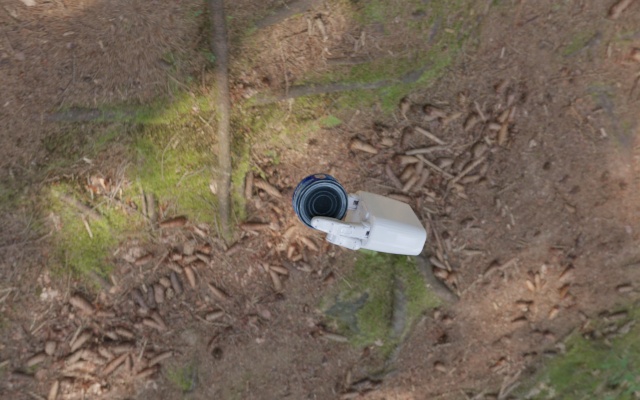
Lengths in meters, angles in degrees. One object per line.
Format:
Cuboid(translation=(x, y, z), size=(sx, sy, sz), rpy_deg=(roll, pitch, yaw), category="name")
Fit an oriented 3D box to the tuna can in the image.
Cuboid(translation=(0.000, 0.003, 0.750), size=(0.086, 0.086, 0.033), rpy_deg=(0, 19, -15), category="tuna can")
